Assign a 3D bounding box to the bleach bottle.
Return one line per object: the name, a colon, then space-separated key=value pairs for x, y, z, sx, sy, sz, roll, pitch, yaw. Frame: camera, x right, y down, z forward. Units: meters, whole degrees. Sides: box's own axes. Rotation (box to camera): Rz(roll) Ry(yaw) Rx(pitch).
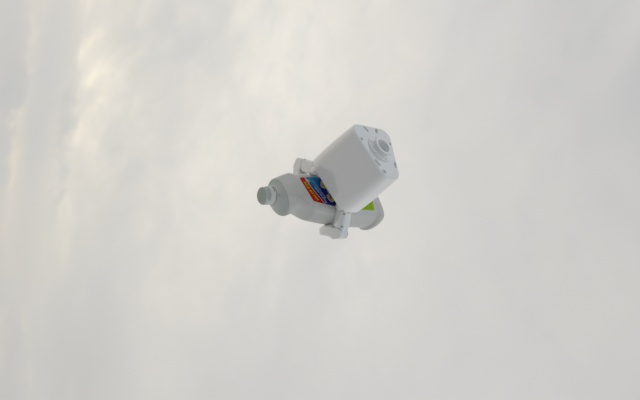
bleach bottle: x=0.000 y=0.003 z=0.846 sx=0.251 sy=0.102 sz=0.068 roll=2 pitch=-31 yaw=-43
